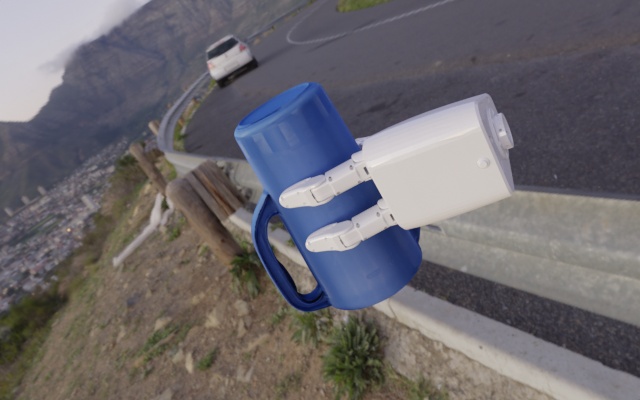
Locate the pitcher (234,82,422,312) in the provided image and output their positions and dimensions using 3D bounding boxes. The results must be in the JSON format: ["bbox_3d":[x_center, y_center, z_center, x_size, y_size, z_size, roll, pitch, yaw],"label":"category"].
[{"bbox_3d":[0.000,0.002,0.543,0.145,0.243,0.149,-17,25,32],"label":"pitcher"}]
